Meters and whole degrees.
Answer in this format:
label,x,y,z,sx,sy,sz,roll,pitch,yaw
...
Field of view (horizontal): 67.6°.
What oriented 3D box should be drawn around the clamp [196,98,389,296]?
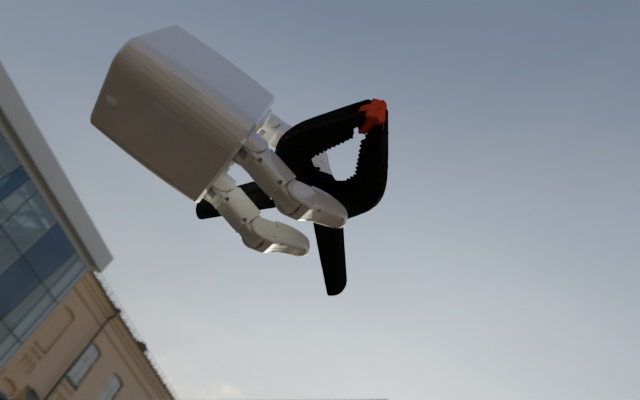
label,x,y,z,sx,sy,sz,roll,pitch,yaw
clamp,0.000,0.000,0.410,0.164,0.036,0.210,36,-48,-13
